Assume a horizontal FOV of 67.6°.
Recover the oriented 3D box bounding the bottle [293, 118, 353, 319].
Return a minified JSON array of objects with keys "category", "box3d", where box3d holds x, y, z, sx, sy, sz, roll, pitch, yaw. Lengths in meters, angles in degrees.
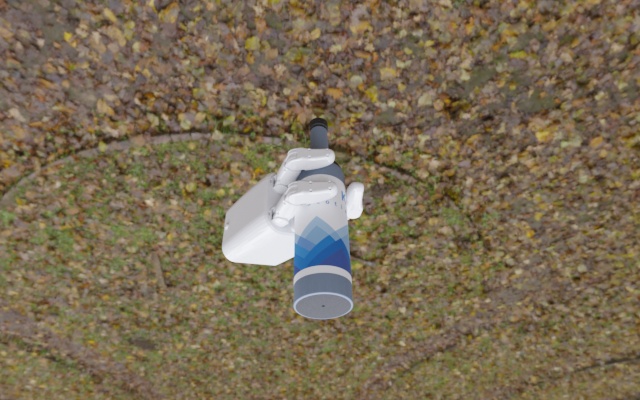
[{"category":"bottle","box3d":[0.000,0.002,0.619,0.069,0.295,0.069,-1,-38,-1]}]
